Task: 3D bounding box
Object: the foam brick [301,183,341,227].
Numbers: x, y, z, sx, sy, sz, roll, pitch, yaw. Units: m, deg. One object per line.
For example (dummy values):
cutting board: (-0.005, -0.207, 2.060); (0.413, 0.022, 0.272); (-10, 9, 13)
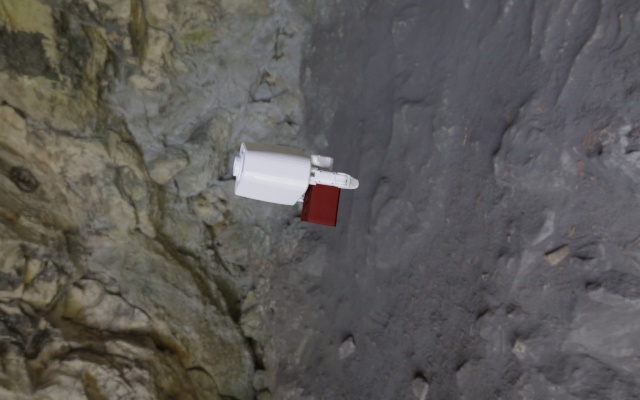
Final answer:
foam brick: (0.000, 0.003, 0.821); (0.051, 0.078, 0.053); (8, -3, -17)
